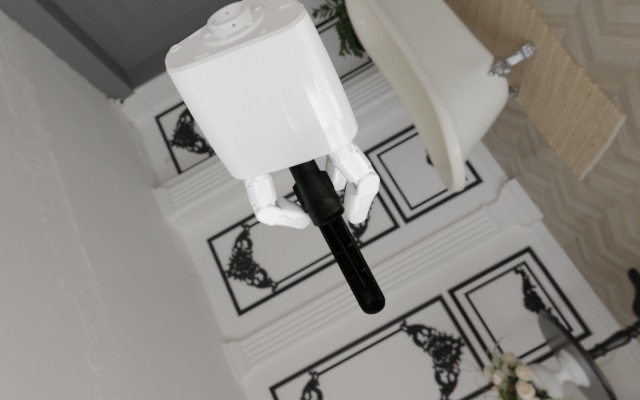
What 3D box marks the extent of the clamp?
[{"bbox_3d":[-0.001,0.001,0.455,0.036,0.165,0.209,-27,42,-1],"label":"clamp"}]
